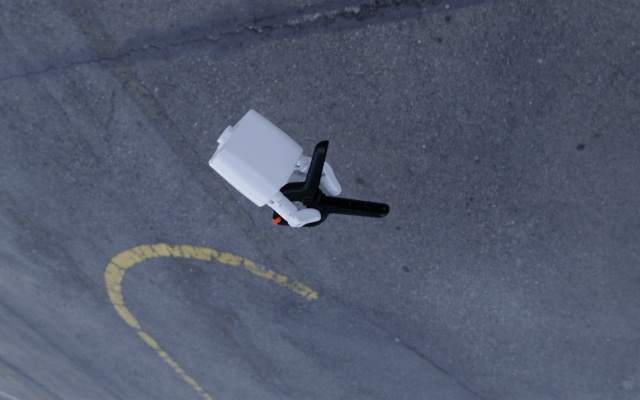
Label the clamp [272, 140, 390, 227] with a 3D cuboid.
[{"bbox_3d":[-0.001,0.003,0.797,0.164,0.036,0.210,41,-45,-17],"label":"clamp"}]
